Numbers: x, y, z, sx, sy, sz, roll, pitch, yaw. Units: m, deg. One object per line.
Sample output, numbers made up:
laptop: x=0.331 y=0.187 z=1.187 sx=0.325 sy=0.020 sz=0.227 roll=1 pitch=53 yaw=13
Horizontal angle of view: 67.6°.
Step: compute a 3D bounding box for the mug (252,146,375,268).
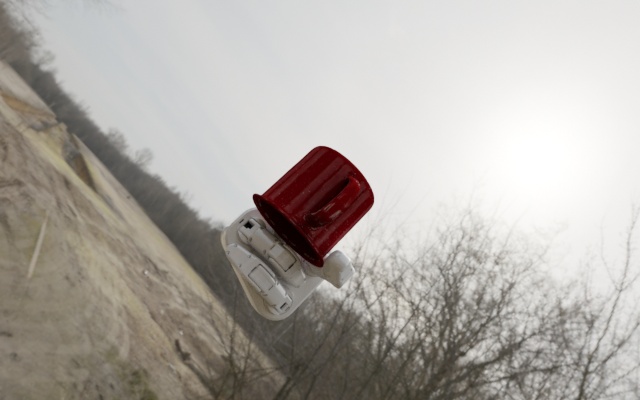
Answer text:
mug: x=0.001 y=0.001 z=0.441 sx=0.081 sy=0.093 sz=0.117 roll=-44 pitch=9 yaw=-16
